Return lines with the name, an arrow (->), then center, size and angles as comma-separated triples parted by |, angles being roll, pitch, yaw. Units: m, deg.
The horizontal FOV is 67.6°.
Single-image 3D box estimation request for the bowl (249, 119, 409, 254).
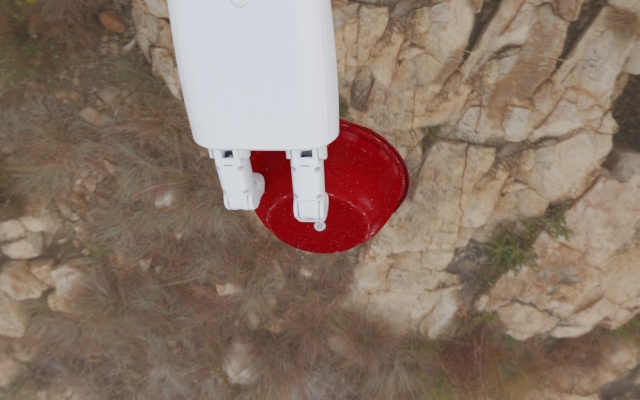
bowl -> 0.000, 0.003, 0.440 | 0.162, 0.055, 0.162 | 5, -39, 4
